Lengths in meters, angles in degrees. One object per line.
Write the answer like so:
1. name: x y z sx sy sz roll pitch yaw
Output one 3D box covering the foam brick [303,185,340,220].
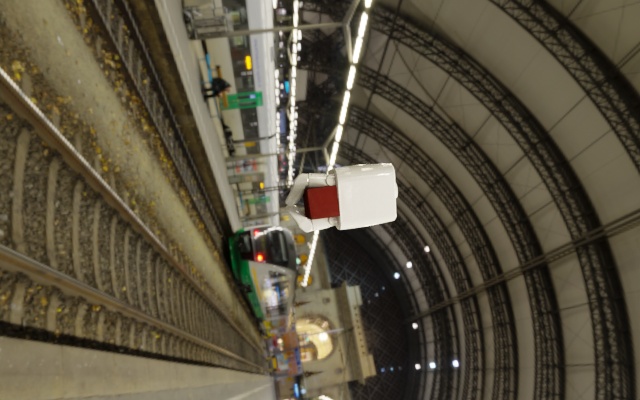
1. foam brick: 0.000 0.003 0.812 0.051 0.053 0.078 -7 2 -7
